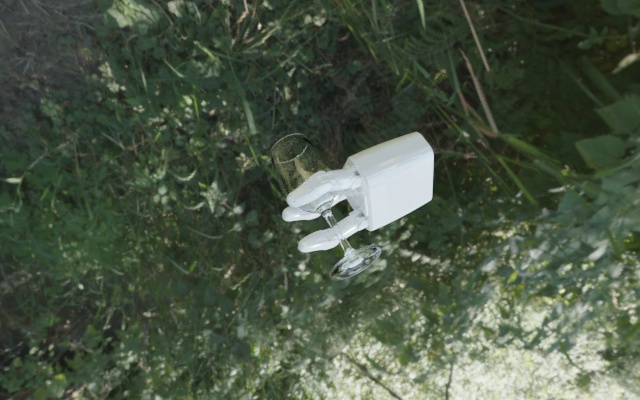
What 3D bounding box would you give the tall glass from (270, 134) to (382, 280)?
[{"bbox_3d":[0.000,0.003,0.640,0.079,0.201,0.079,-24,-28,-13],"label":"tall glass"}]
